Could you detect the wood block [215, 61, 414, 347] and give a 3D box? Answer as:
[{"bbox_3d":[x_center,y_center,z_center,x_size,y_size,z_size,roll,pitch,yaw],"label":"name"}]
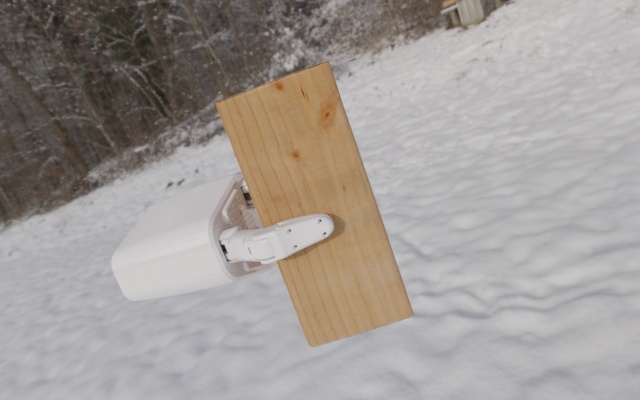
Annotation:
[{"bbox_3d":[0.000,0.001,0.401,0.090,0.206,0.091,-19,11,6],"label":"wood block"}]
